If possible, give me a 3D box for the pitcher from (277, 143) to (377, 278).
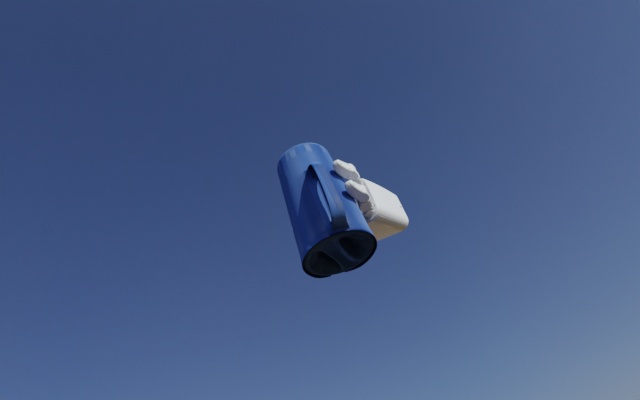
[{"bbox_3d":[0.000,0.003,0.863,0.145,0.242,0.149,21,-55,-41],"label":"pitcher"}]
